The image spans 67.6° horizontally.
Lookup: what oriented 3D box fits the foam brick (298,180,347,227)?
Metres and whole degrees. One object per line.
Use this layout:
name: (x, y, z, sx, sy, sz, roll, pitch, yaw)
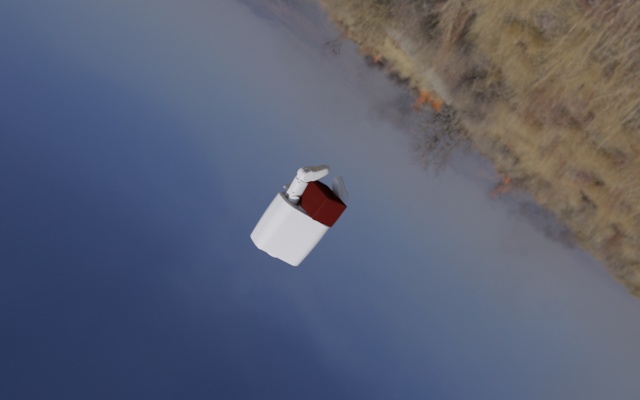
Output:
foam brick: (0.000, 0.003, 0.877, 0.053, 0.051, 0.078, 27, 15, -43)
